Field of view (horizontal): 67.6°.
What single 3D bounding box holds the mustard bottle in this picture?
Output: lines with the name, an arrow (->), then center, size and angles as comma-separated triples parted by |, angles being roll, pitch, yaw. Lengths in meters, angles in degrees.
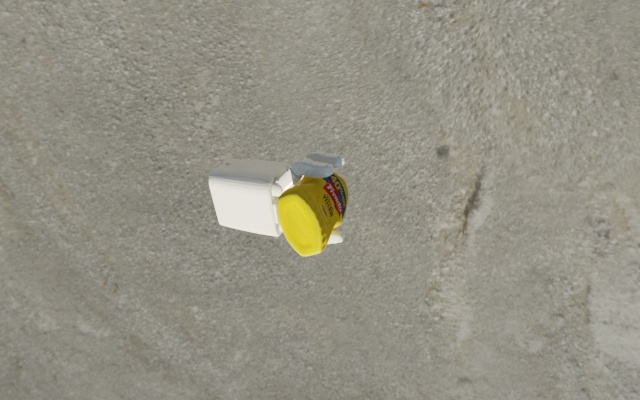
mustard bottle -> 0.000, 0.002, 0.727 | 0.058, 0.096, 0.191 | -17, 14, 24
